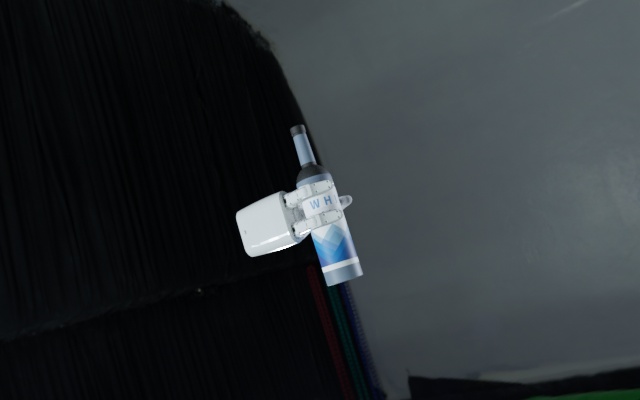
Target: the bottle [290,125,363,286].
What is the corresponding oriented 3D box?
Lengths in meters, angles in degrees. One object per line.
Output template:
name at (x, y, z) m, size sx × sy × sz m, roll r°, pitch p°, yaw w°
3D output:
bottle at (0.000, 0.003, 0.867) m, size 0.069 × 0.295 × 0.069 m, roll -17°, pitch -8°, yaw -3°
